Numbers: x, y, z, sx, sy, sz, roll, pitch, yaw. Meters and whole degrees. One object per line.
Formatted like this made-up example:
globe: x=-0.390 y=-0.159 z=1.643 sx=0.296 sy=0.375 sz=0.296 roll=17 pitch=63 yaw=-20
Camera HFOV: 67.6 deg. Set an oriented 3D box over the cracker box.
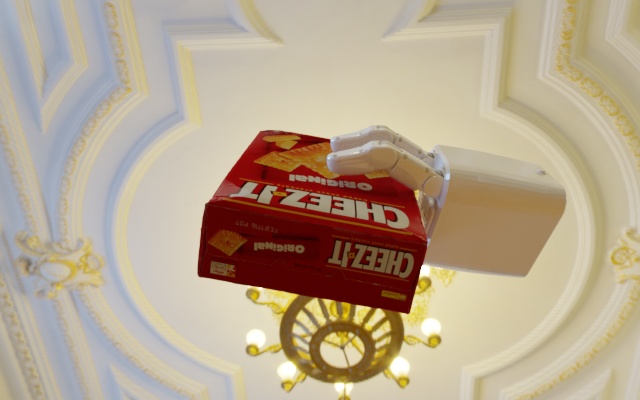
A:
cracker box: x=0.000 y=0.002 z=0.440 sx=0.164 sy=0.072 sz=0.213 roll=10 pitch=23 yaw=0
